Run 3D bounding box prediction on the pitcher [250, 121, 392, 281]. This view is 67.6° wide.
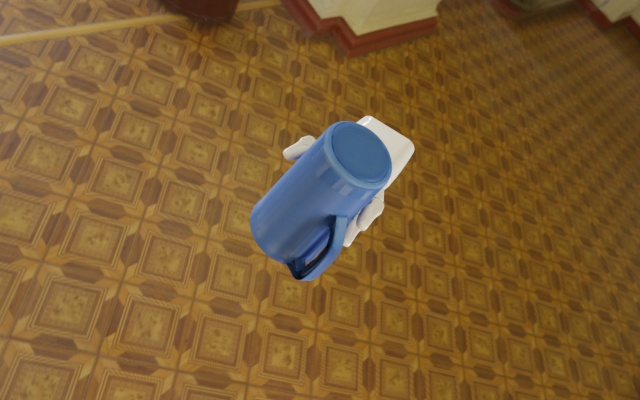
[{"bbox_3d":[0.000,0.002,0.711,0.145,0.149,0.243,-47,1,-41],"label":"pitcher"}]
